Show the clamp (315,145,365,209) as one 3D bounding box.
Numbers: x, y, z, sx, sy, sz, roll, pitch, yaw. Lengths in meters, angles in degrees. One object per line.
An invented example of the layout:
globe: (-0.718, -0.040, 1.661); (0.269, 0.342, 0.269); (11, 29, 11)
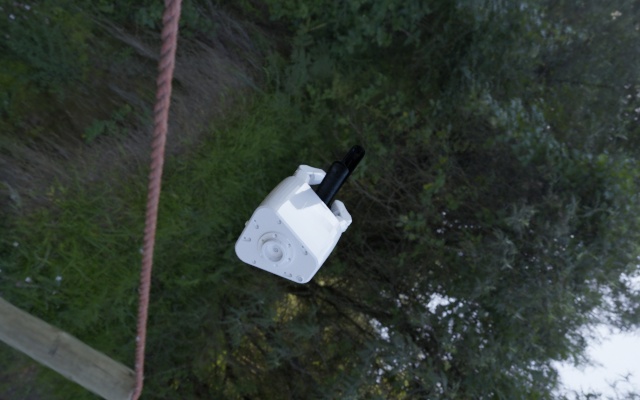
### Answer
clamp: (0.000, 0.003, 0.750); (0.036, 0.210, 0.164); (36, 27, 4)
